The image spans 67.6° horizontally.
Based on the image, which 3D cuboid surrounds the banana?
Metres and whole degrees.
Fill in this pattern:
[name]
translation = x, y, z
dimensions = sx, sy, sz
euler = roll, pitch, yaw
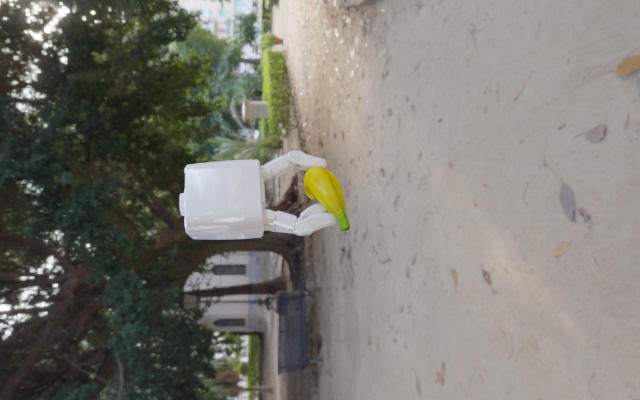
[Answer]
[banana]
translation = 0.000, -0.015, 0.675
dimensions = 0.037, 0.070, 0.197
euler = -6, 15, -10
